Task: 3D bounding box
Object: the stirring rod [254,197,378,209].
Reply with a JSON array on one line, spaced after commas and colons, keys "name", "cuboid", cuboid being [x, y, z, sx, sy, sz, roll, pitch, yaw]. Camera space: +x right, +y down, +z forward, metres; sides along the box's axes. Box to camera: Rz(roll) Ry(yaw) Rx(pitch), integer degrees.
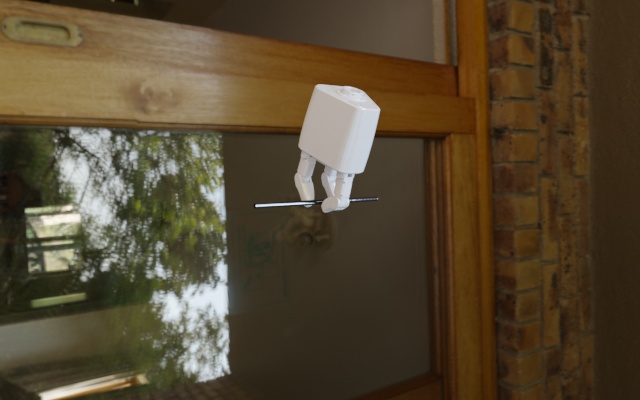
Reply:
[{"name": "stirring rod", "cuboid": [0.000, 0.003, 0.797, 0.239, 0.011, 0.011, -3, 2, -33]}]
